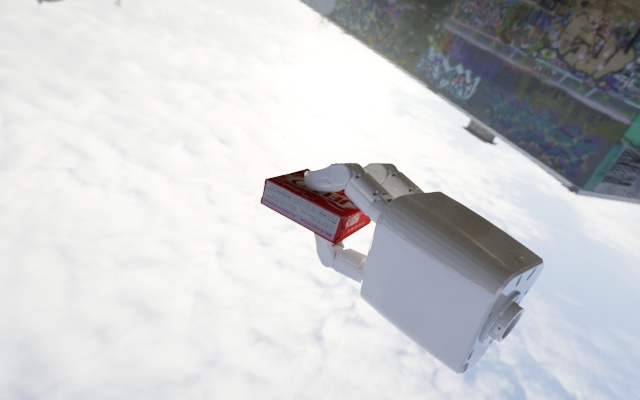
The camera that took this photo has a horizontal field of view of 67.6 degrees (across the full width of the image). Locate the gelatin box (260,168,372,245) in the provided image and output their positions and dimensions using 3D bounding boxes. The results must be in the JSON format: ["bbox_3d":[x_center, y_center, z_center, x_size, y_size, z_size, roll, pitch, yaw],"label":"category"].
[{"bbox_3d":[0.000,0.002,0.453,0.089,0.030,0.073,26,23,24],"label":"gelatin box"}]
